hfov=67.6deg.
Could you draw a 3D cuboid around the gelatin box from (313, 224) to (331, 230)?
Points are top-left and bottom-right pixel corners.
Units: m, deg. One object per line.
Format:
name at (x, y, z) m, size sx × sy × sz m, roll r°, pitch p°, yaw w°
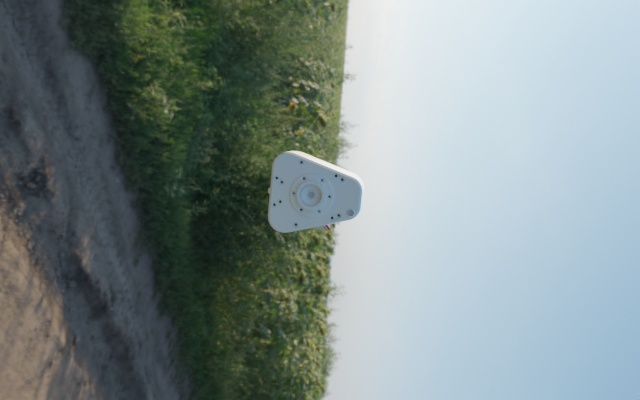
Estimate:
gelatin box at (0.001, 0.002, 0.726) m, size 0.030 × 0.073 × 0.089 m, roll 5°, pitch -10°, yaw 8°
